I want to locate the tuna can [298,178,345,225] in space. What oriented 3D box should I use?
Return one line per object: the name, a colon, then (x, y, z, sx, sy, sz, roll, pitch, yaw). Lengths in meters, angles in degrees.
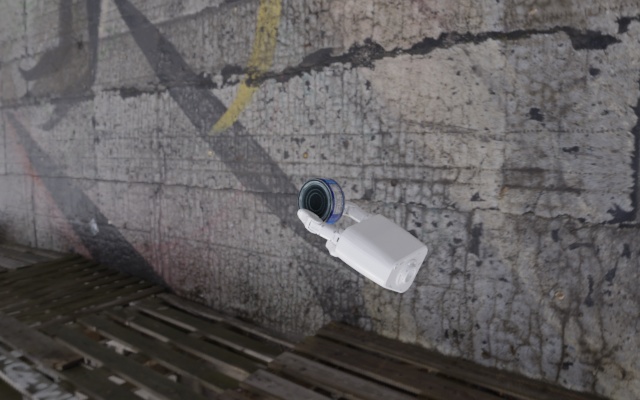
tuna can: (0.000, 0.003, 0.839, 0.086, 0.086, 0.034, 0, 1, 42)
